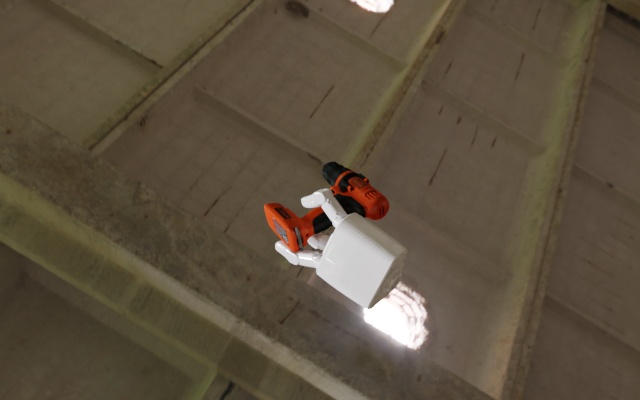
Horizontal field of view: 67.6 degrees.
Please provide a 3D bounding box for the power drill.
[{"bbox_3d":[0.000,0.003,0.844,0.187,0.057,0.184,-26,37,-19],"label":"power drill"}]
